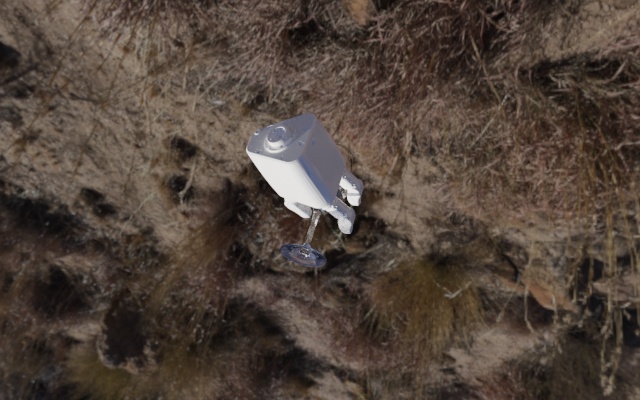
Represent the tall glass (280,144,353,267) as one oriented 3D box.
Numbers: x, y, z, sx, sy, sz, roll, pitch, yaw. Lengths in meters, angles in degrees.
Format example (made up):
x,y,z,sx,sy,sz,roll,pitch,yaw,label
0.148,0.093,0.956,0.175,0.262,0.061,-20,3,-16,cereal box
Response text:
x,y,z,sx,sy,sz,roll,pitch,yaw,label
0.000,0.003,0.779,0.079,0.201,0.079,14,-29,8,tall glass
